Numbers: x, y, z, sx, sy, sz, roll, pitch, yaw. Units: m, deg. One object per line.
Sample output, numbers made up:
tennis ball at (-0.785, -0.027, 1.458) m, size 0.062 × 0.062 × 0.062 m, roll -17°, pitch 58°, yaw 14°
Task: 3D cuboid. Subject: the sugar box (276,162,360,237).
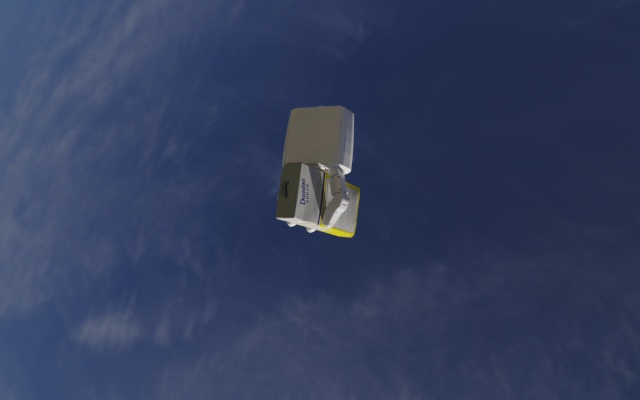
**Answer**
sugar box at (0.000, 0.003, 0.812) m, size 0.048 × 0.093 × 0.176 m, roll -1°, pitch -14°, yaw 39°
